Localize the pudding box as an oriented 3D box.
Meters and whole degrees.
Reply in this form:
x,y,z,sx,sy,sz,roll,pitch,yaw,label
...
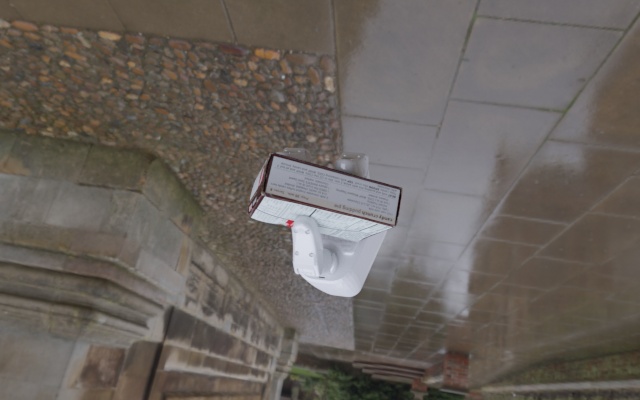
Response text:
x,y,z,sx,sy,sz,roll,pitch,yaw,label
0.000,0.002,0.407,0.113,0.039,0.090,13,-16,-13,pudding box
